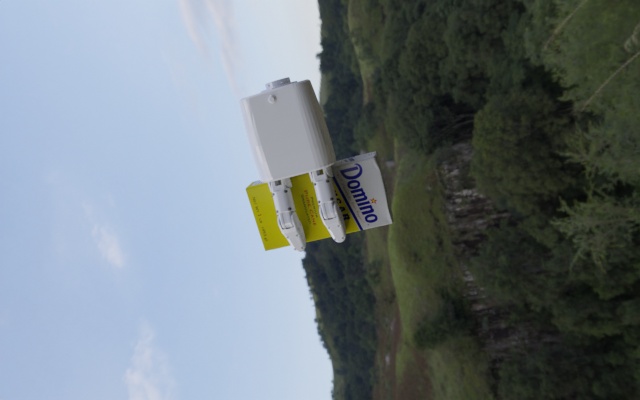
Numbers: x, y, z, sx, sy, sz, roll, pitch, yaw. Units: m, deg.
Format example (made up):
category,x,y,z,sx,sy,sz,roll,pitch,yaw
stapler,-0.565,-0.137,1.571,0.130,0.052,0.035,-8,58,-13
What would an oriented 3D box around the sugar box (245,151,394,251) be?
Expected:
category,x,y,z,sx,sy,sz,roll,pitch,yaw
sugar box,0.000,0.002,0.630,0.176,0.093,0.048,-13,14,13
